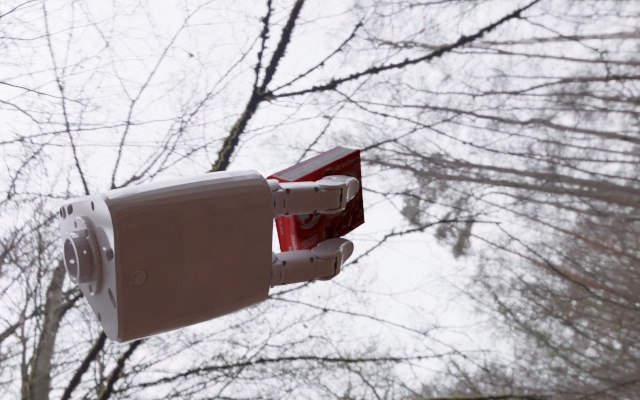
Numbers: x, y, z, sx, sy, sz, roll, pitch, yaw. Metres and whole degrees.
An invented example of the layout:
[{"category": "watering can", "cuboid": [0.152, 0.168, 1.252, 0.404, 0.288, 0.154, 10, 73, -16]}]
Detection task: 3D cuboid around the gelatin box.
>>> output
[{"category": "gelatin box", "cuboid": [0.000, 0.001, 0.410, 0.030, 0.073, 0.089, 16, 32, 41]}]
